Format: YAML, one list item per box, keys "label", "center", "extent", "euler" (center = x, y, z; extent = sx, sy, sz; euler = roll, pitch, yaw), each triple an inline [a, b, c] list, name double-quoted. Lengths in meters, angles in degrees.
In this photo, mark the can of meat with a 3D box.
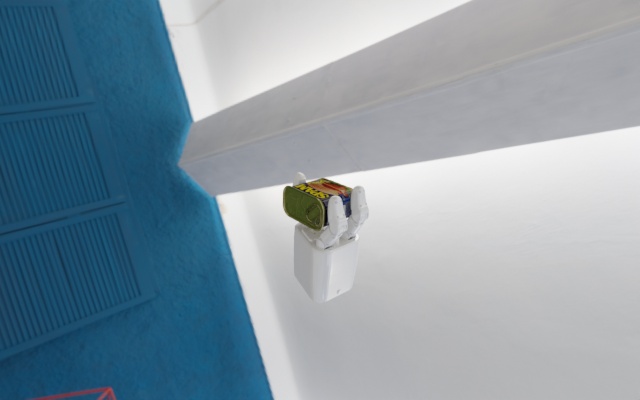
- label: "can of meat"
  center: [0.000, 0.002, 0.804]
  extent: [0.084, 0.057, 0.102]
  euler: [-18, 30, -39]
